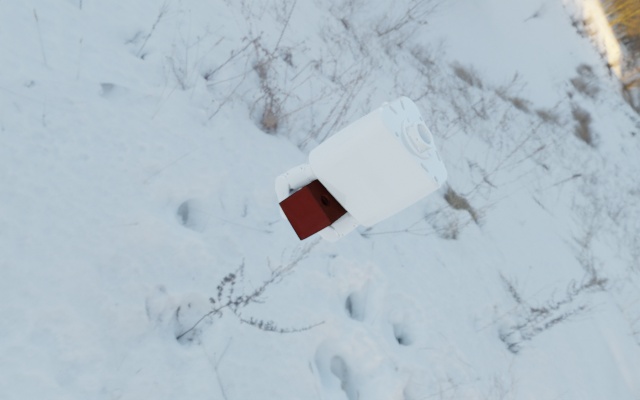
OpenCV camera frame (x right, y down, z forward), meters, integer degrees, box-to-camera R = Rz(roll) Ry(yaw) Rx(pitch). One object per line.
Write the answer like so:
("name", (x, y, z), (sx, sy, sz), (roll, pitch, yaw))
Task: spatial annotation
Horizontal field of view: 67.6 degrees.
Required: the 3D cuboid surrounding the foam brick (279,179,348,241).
("foam brick", (0.000, 0.002, 0.563), (0.051, 0.053, 0.078), (-30, 4, 38))
